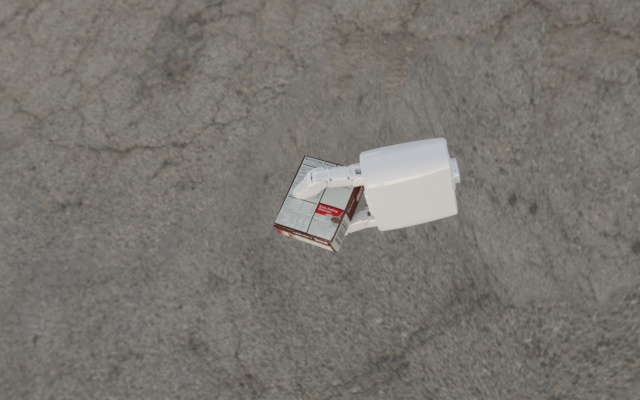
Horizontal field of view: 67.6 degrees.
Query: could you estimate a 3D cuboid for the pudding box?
[{"bbox_3d":[0.000,0.002,0.643,0.090,0.113,0.039,16,-21,22],"label":"pudding box"}]
